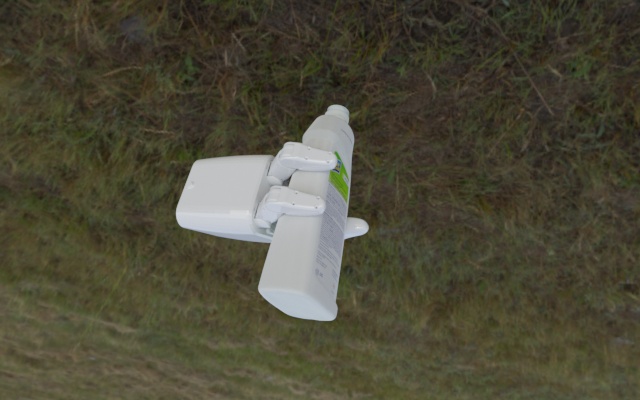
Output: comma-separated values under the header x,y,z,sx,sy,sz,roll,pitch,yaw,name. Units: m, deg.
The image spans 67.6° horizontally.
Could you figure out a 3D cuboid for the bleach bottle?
x,y,z,sx,sy,sz,roll,pitch,yaw,name
0.000,0.002,0.554,0.068,0.250,0.103,1,-29,23,bleach bottle
